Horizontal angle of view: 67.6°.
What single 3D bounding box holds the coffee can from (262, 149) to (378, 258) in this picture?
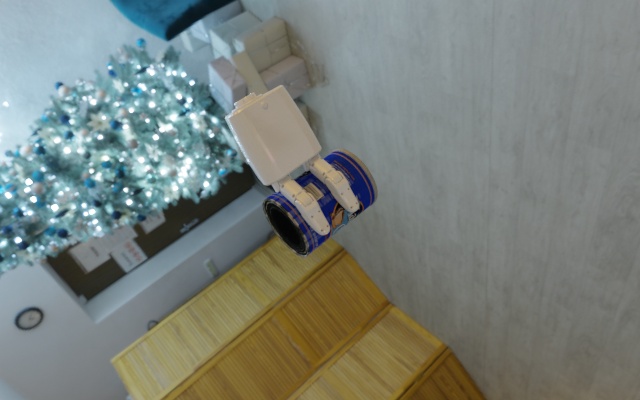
[{"bbox_3d":[0.000,0.002,0.710,0.140,0.103,0.103,-37,16,-23],"label":"coffee can"}]
